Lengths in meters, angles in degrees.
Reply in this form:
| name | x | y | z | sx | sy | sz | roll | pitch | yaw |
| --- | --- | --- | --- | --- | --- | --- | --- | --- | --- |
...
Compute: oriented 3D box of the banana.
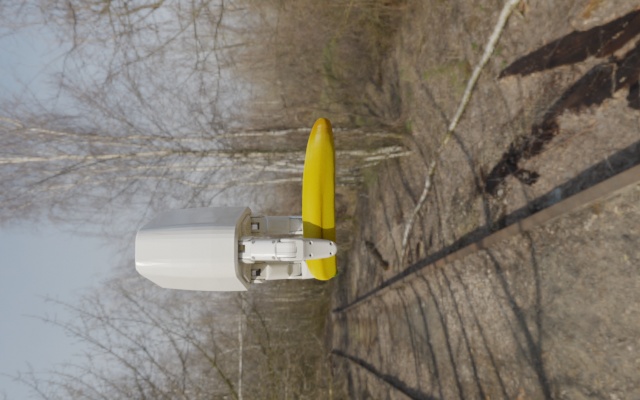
| name | x | y | z | sx | sy | sz | roll | pitch | yaw |
| --- | --- | --- | --- | --- | --- | --- | --- | --- | --- |
| banana | -0.001 | 0.012 | 0.528 | 0.037 | 0.198 | 0.069 | -1 | 21 | 3 |
